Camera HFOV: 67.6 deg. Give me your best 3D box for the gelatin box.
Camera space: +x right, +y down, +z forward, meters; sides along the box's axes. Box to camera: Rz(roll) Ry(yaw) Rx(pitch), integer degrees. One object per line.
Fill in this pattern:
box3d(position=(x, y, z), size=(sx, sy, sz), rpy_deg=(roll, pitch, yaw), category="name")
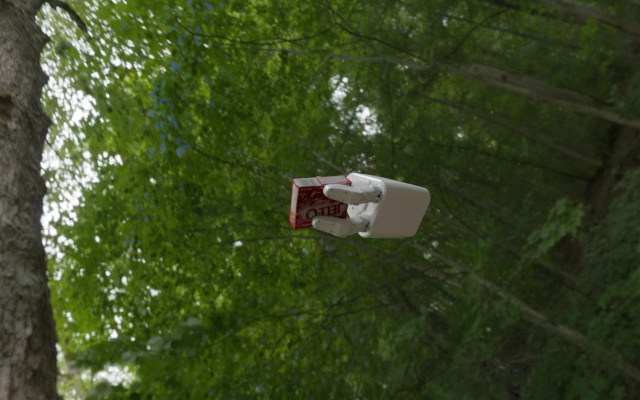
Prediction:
box3d(position=(0.000, 0.002, 0.729), size=(0.089, 0.073, 0.030), rpy_deg=(-5, 31, -22), category="gelatin box")
